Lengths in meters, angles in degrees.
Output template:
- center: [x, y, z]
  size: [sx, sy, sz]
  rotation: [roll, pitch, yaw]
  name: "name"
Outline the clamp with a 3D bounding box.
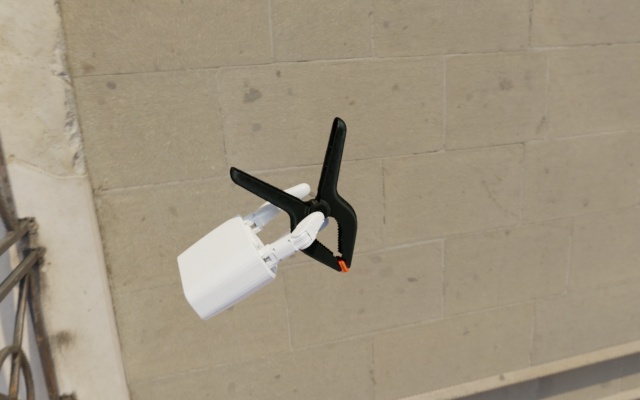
- center: [0.000, 0.003, 0.649]
  size: [0.164, 0.210, 0.036]
  rotation: [-32, 19, 0]
  name: "clamp"
